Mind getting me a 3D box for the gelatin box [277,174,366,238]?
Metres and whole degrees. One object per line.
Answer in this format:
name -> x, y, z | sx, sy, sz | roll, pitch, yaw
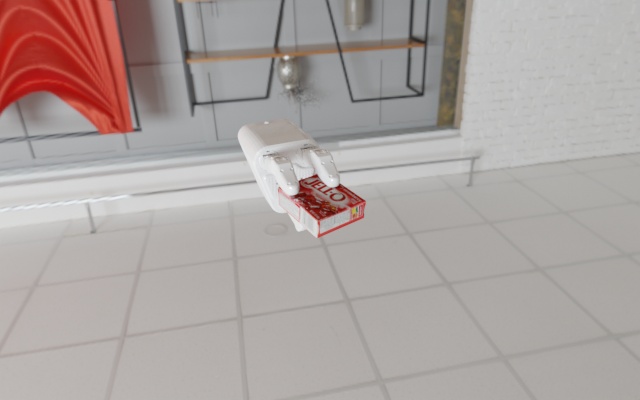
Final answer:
gelatin box -> 0.000, 0.002, 0.593 | 0.073, 0.030, 0.089 | -21, 40, -30
